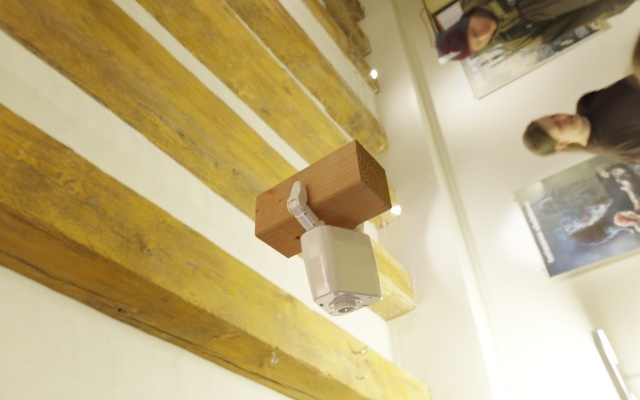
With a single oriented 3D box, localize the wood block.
[{"bbox_3d":[0.000,0.003,0.773,0.206,0.090,0.091,-28,-47,25],"label":"wood block"}]
